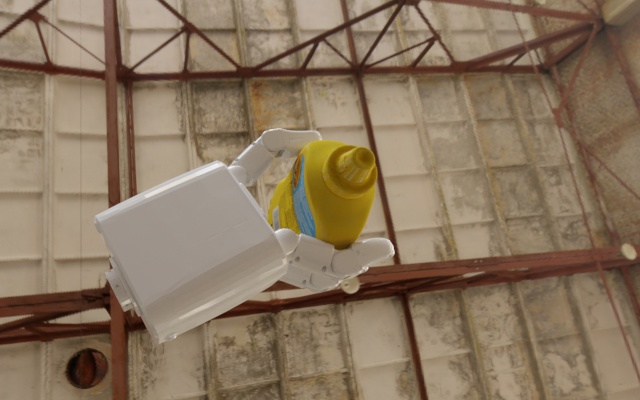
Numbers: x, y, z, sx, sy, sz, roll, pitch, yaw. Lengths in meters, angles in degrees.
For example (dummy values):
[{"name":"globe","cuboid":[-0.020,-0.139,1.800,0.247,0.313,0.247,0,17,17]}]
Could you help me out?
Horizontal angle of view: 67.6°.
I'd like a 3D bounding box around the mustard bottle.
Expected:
[{"name":"mustard bottle","cuboid":[0.000,0.001,0.421,0.058,0.096,0.192,-1,-19,-19]}]
